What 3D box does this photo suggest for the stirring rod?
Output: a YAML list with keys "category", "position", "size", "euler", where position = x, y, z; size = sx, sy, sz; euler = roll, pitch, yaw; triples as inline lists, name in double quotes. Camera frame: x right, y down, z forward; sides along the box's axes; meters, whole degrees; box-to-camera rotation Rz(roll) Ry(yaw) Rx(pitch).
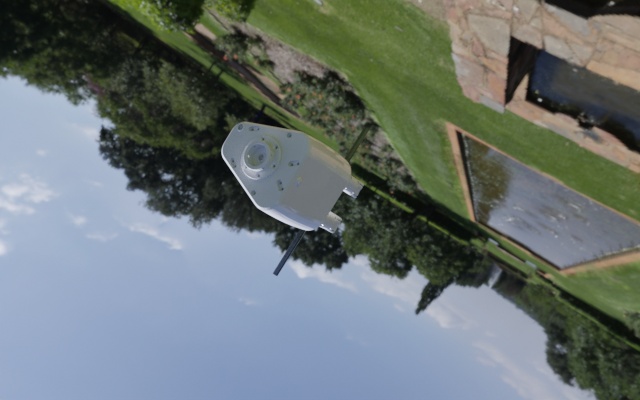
- category: "stirring rod"
  position: [0.000, 0.002, 0.665]
  size: [0.011, 0.239, 0.011]
  euler: [32, 3, -2]
